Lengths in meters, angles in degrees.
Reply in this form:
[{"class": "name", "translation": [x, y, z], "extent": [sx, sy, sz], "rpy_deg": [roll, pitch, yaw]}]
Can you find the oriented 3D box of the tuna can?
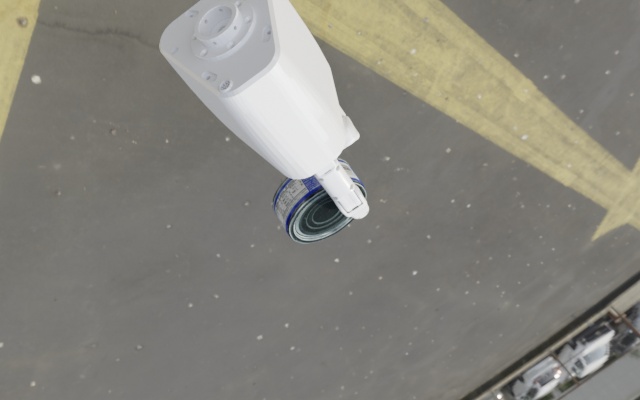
[{"class": "tuna can", "translation": [0.000, 0.002, 0.452], "extent": [0.086, 0.033, 0.086], "rpy_deg": [-23, -33, -16]}]
